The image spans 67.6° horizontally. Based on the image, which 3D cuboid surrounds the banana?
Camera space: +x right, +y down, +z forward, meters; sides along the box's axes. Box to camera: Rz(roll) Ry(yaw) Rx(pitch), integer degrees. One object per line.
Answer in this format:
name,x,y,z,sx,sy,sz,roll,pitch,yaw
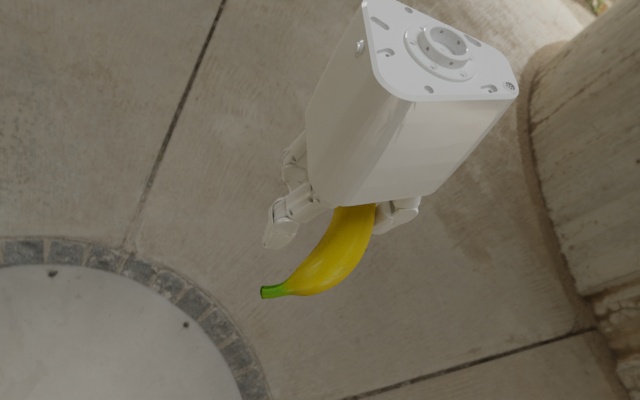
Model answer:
banana,0.016,0.011,0.431,0.069,0.197,0.037,23,-37,4
